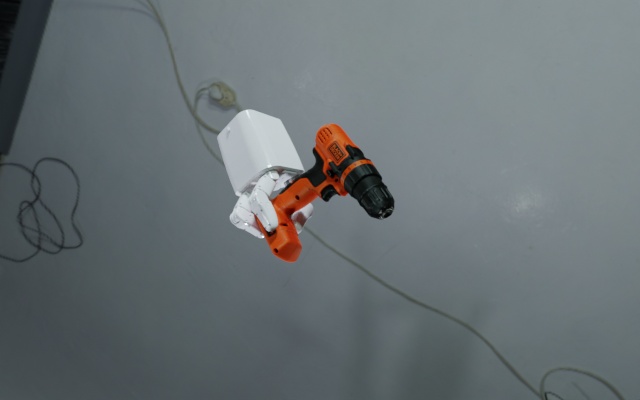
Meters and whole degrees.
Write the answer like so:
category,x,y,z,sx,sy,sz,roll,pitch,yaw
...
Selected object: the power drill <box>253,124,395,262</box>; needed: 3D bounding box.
category,x,y,z,sx,sy,sz,roll,pitch,yaw
power drill,0.000,0.002,0.686,0.188,0.184,0.057,-42,-41,13
